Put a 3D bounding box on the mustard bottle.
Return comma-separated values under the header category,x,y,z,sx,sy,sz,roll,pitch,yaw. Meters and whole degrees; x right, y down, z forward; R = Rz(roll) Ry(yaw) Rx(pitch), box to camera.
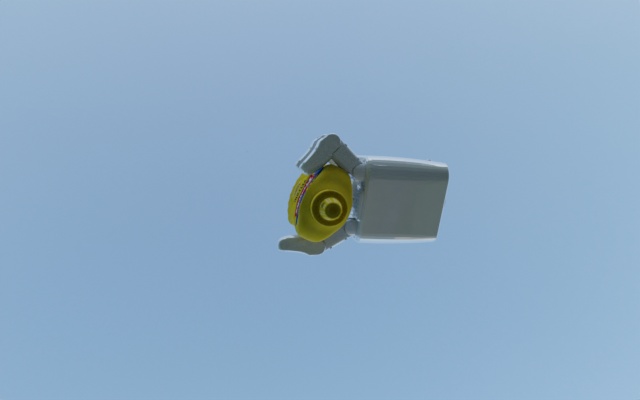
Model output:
category,x,y,z,sx,sy,sz,roll,pitch,yaw
mustard bottle,0.000,0.002,0.594,0.058,0.096,0.191,27,1,-10
